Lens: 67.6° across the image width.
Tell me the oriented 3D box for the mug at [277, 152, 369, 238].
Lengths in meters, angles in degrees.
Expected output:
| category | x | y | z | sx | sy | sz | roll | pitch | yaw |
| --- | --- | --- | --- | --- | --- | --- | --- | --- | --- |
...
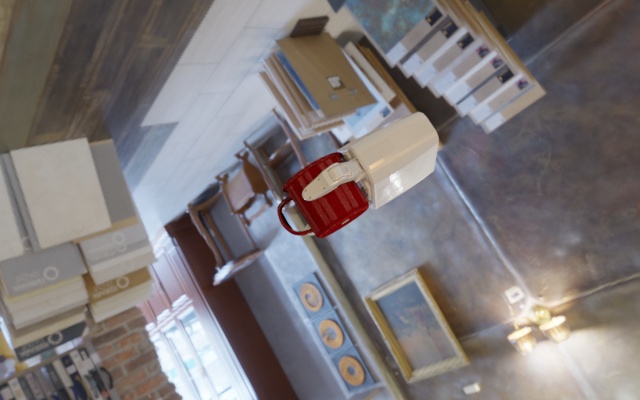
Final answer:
| category | x | y | z | sx | sy | sz | roll | pitch | yaw |
| --- | --- | --- | --- | --- | --- | --- | --- | --- | --- |
| mug | -0.001 | 0.003 | 0.624 | 0.117 | 0.081 | 0.093 | -31 | -9 | -6 |
